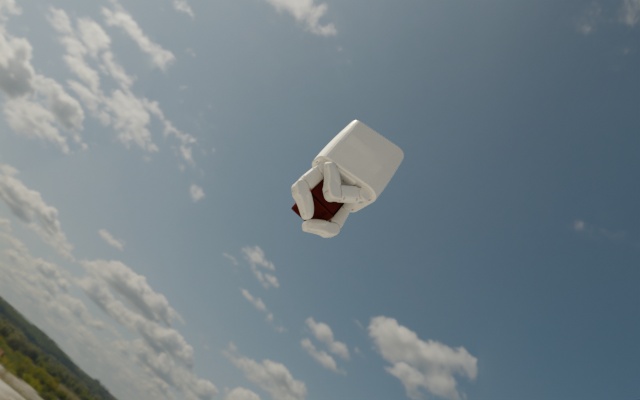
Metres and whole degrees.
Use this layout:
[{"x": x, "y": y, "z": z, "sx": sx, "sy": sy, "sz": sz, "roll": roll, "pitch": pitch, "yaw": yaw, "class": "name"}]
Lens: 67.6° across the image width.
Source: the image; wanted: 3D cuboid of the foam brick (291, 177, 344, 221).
[{"x": 0.000, "y": 0.003, "z": 0.766, "sx": 0.051, "sy": 0.053, "sz": 0.078, "roll": -51, "pitch": 9, "yaw": -31, "class": "foam brick"}]
